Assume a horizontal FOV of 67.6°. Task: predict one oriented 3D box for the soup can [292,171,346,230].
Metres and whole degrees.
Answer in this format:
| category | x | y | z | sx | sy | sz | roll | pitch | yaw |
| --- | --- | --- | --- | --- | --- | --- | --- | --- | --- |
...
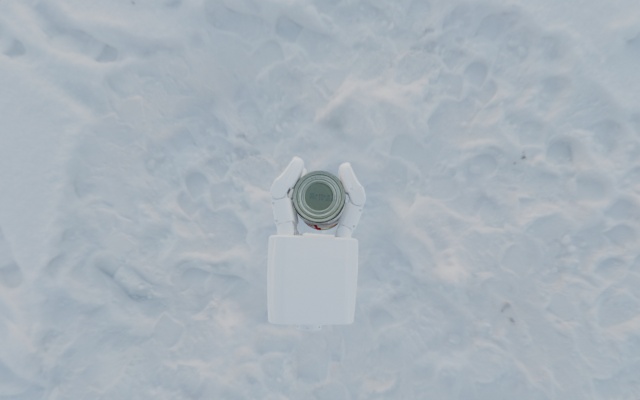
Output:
| category | x | y | z | sx | sy | sz | roll | pitch | yaw |
| --- | --- | --- | --- | --- | --- | --- | --- | --- | --- |
| soup can | 0.000 | 0.002 | 0.635 | 0.068 | 0.068 | 0.102 | 0 | -8 | 3 |
